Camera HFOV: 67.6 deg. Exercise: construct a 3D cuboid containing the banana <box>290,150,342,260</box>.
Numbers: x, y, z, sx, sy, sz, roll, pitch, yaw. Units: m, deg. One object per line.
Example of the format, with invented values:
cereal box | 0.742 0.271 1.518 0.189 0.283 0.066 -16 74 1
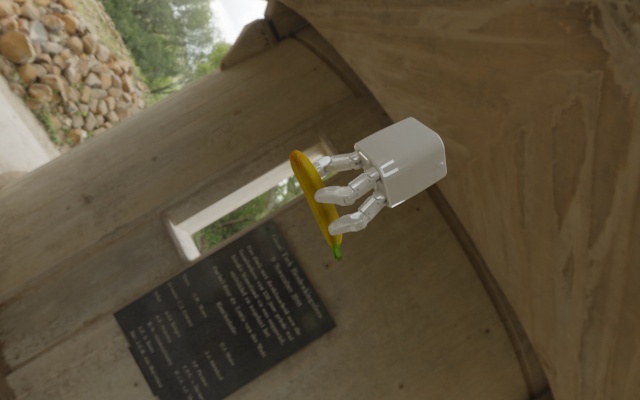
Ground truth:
banana | -0.002 -0.002 0.755 0.037 0.198 0.069 -25 25 -1
